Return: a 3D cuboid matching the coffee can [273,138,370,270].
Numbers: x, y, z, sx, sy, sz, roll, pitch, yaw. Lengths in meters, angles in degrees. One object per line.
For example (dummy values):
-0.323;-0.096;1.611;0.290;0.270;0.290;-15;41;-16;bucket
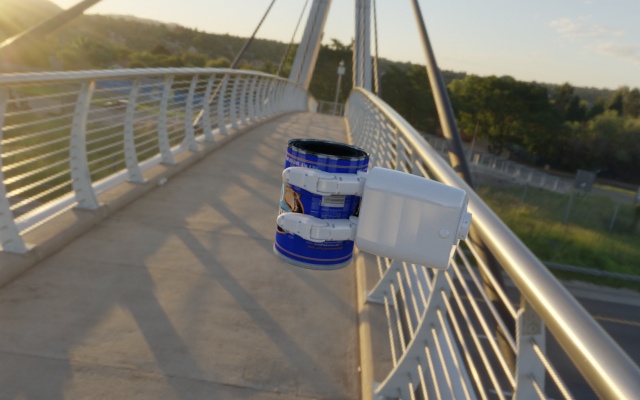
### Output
0.000;0.002;0.597;0.103;0.140;0.102;8;16;-2;coffee can
